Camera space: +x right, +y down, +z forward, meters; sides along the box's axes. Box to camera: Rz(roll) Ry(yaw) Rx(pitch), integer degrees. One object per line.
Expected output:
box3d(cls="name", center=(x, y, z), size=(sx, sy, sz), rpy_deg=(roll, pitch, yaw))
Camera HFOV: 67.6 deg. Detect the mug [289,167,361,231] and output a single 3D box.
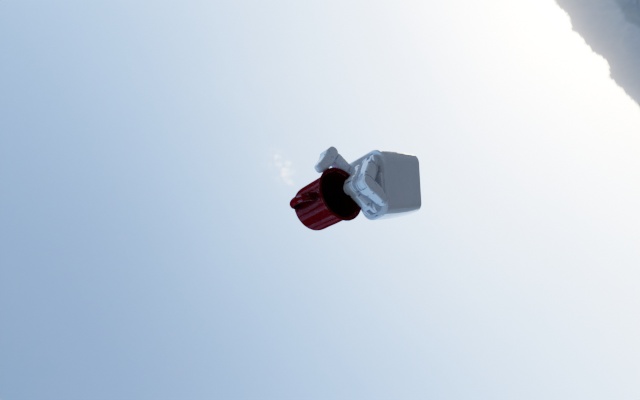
box3d(cls="mug", center=(-0.001, 0.003, 0.795), size=(0.117, 0.093, 0.081), rpy_deg=(-3, -18, -43))
